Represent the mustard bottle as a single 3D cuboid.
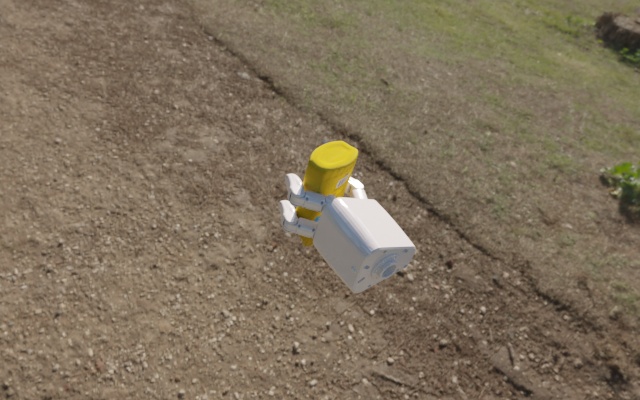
[{"bbox_3d":[0.000,0.002,0.766,0.058,0.192,0.096,32,40,18],"label":"mustard bottle"}]
